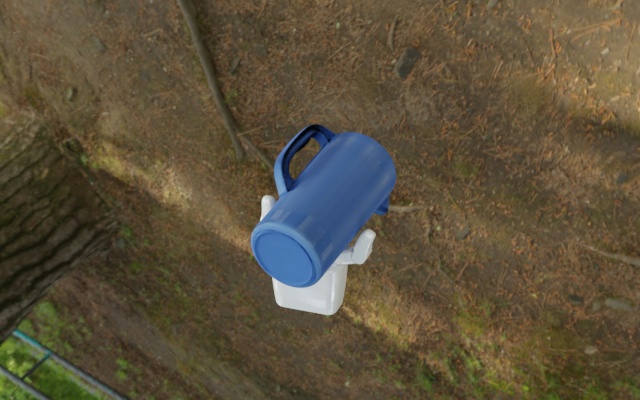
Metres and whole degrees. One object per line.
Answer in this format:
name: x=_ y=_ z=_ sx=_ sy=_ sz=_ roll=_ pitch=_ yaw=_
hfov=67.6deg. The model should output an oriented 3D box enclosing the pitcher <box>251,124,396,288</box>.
pitcher: x=0.000 y=0.002 z=0.693 sx=0.149 sy=0.145 sz=0.242 roll=18 pitch=41 yaw=21
